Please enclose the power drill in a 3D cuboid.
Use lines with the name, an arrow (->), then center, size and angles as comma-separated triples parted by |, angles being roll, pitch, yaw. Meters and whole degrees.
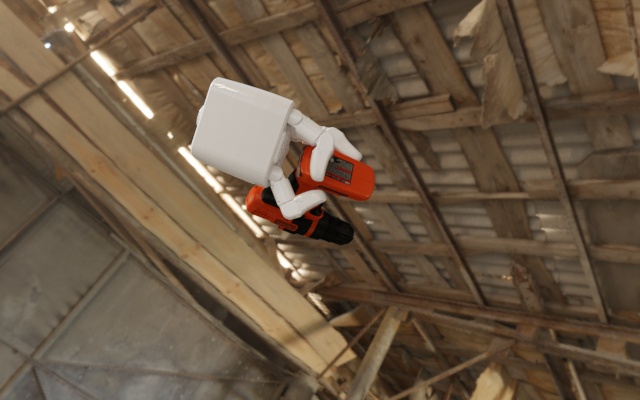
power drill -> 0.000, 0.002, 0.697 | 0.184, 0.057, 0.188 | 20, -32, -18
